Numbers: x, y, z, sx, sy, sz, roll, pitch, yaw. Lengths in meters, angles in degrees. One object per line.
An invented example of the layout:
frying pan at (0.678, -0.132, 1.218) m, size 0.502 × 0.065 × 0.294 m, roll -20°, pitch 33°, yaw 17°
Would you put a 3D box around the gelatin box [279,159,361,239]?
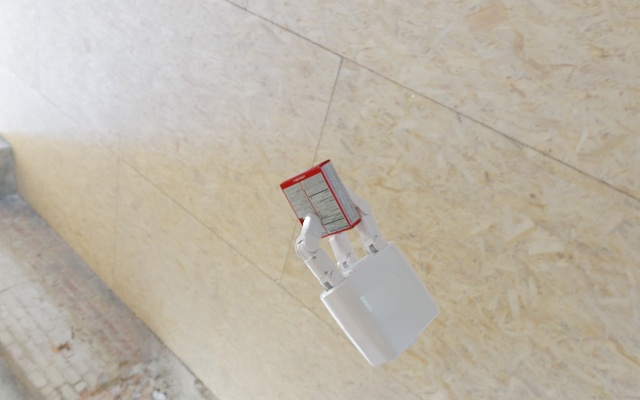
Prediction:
gelatin box at (0.000, 0.002, 0.603) m, size 0.073 × 0.089 × 0.030 m, roll -22°, pitch 11°, yaw 40°
